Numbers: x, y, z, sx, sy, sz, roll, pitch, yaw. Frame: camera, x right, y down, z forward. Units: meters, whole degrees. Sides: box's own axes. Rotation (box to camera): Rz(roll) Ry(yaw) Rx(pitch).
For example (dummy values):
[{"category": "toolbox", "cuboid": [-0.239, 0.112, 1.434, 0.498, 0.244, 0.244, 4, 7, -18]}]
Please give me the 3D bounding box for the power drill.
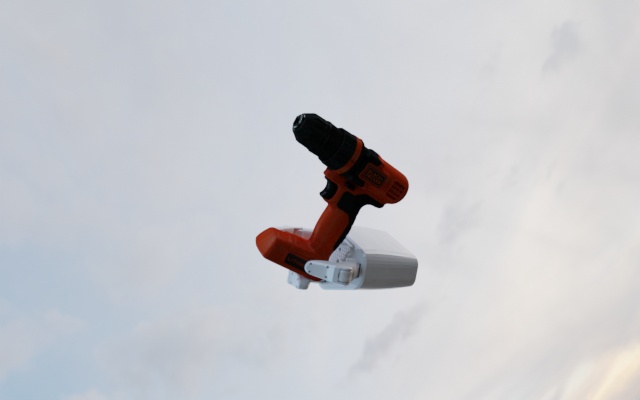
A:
[{"category": "power drill", "cuboid": [0.000, 0.002, 0.605, 0.184, 0.188, 0.057, 31, 14, -29]}]
